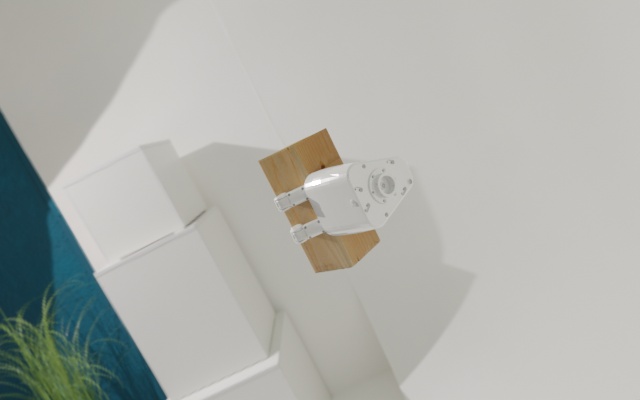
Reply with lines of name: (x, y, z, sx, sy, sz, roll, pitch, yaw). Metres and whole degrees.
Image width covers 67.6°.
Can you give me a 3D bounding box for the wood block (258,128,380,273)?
wood block: (0.001, 0.002, 0.772, 0.090, 0.206, 0.090, -18, 12, 45)
